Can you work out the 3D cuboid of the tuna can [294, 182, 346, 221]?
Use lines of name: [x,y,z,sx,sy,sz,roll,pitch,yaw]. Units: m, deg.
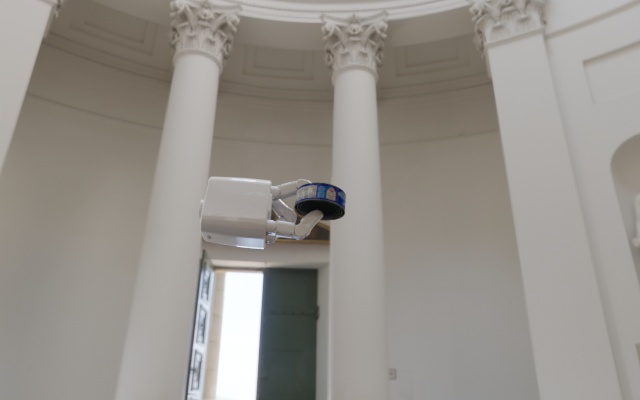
tuna can: [0.000,0.002,0.804,0.086,0.033,0.086,6,-24,2]
